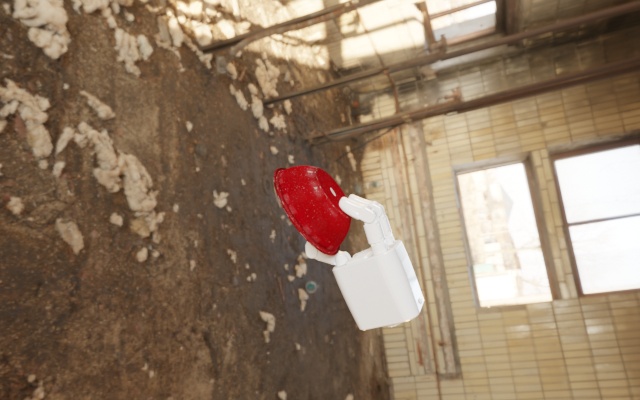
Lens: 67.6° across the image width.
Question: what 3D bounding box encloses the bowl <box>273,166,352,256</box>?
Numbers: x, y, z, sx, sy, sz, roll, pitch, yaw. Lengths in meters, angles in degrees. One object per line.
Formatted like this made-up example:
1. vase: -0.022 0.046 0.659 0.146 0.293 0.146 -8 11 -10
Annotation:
1. bowl: 0.000 0.001 0.734 0.055 0.162 0.162 -35 -12 18
